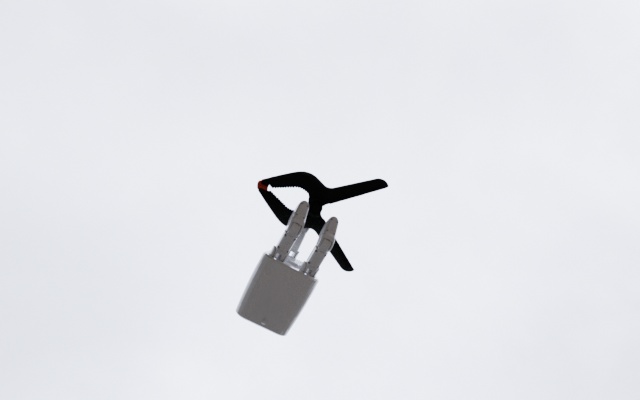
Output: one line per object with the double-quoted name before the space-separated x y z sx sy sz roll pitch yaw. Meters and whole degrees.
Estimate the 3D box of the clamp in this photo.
"clamp" -0.001 0.002 0.783 0.210 0.164 0.036 28 1 -10
